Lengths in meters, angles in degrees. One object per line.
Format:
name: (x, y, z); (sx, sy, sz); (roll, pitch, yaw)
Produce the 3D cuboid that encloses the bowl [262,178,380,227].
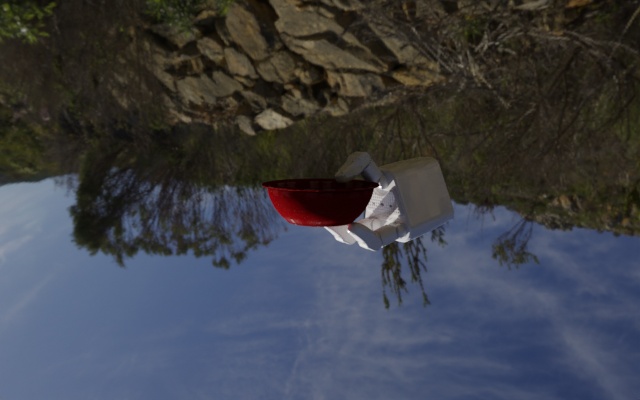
bowl: (-0.001, 0.003, 0.659); (0.162, 0.055, 0.162); (1, 7, 0)
